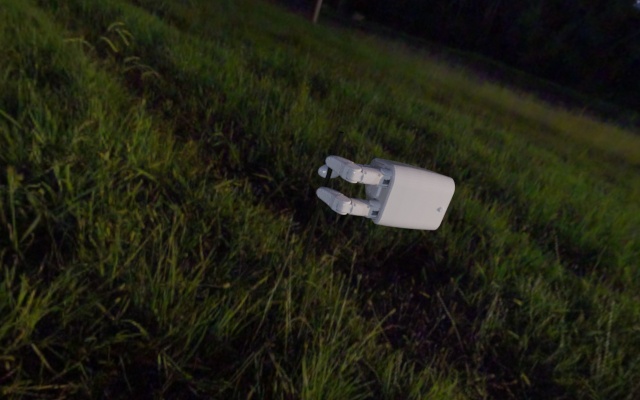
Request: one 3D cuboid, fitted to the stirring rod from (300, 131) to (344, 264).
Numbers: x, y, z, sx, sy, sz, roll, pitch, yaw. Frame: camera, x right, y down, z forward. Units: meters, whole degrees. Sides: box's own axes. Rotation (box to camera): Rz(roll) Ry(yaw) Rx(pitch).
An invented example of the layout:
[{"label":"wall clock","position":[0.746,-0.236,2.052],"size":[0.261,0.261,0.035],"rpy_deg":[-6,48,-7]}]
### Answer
[{"label":"stirring rod","position":[0.000,0.003,0.759],"size":[0.011,0.240,0.011],"rpy_deg":[13,26,-7]}]
